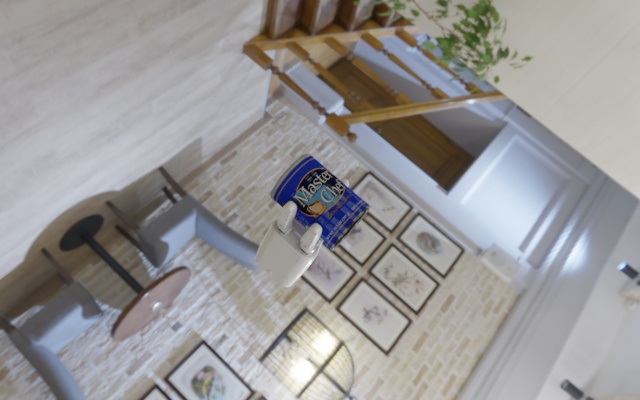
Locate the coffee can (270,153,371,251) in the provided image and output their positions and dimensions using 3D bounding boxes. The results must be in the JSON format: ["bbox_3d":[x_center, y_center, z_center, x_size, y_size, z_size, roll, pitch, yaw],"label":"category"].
[{"bbox_3d":[0.000,0.002,0.816,0.140,0.103,0.103,41,7,8],"label":"coffee can"}]
